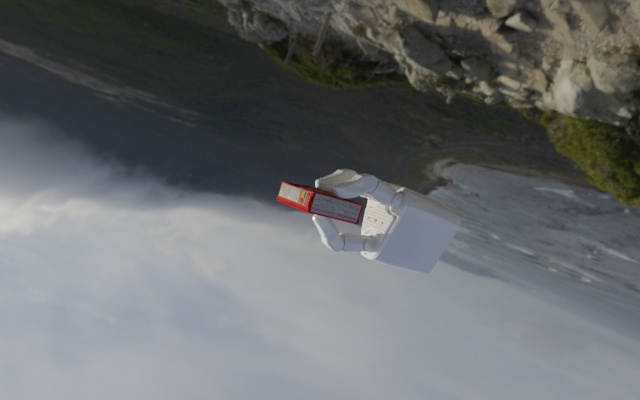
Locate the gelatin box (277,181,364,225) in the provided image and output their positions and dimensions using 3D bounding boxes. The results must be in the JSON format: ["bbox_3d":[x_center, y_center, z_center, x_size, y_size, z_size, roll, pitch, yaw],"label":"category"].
[{"bbox_3d":[0.000,0.002,0.625,0.089,0.030,0.073,14,4,-39],"label":"gelatin box"}]
